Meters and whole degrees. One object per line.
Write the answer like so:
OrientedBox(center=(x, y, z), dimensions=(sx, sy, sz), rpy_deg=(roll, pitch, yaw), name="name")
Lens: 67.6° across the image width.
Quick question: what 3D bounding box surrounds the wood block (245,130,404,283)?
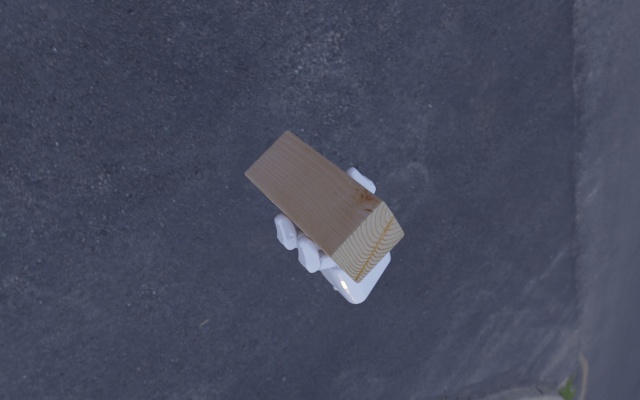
OrientedBox(center=(0.001, 0.002, 0.639), dimensions=(0.206, 0.091, 0.090), rpy_deg=(40, -6, 40), name="wood block")
